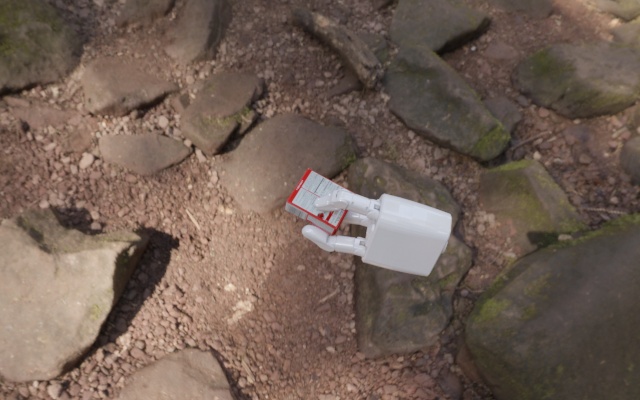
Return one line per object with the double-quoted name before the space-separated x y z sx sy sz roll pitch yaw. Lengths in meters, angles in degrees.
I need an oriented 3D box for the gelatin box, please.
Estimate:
"gelatin box" 0.000 0.002 0.740 0.089 0.073 0.030 29 -31 3
